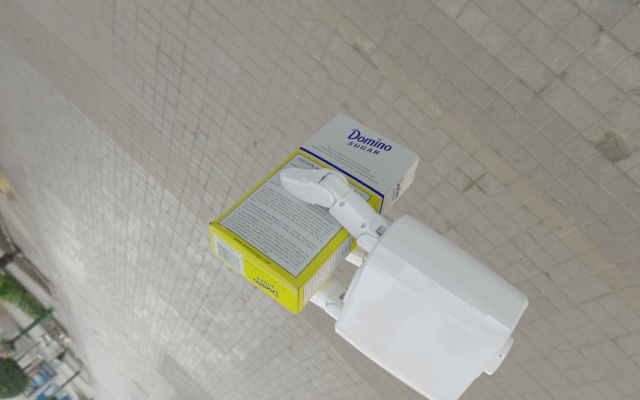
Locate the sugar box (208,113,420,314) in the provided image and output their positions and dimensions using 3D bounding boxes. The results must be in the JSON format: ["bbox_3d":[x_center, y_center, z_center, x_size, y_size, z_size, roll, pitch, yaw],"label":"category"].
[{"bbox_3d":[0.000,0.002,0.410,0.093,0.048,0.176,33,54,21],"label":"sugar box"}]
